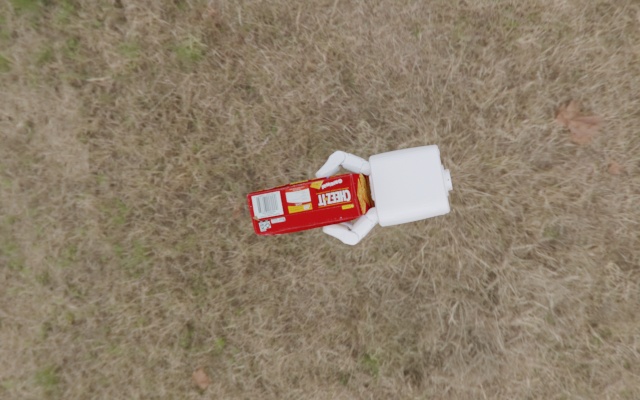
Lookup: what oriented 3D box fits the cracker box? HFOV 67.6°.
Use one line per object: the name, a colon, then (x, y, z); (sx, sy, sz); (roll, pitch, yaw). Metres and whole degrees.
cracker box: (0.000, 0.002, 0.780); (0.164, 0.072, 0.213); (-11, 0, 15)
